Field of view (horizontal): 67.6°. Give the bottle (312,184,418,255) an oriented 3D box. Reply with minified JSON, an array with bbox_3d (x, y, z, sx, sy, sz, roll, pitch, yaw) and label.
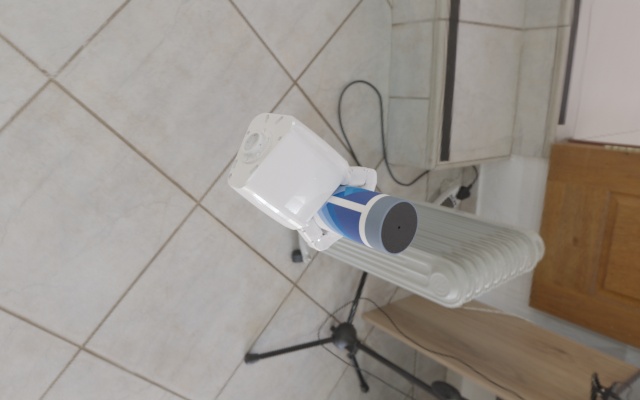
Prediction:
[{"bbox_3d":[0.000,0.002,0.664,0.069,0.069,0.295,0,12,-40],"label":"bottle"}]
